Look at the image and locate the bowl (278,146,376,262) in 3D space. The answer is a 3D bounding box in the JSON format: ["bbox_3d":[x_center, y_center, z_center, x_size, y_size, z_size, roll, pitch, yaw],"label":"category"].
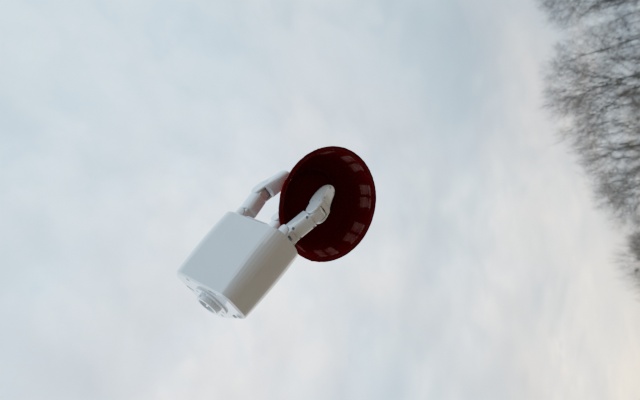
[{"bbox_3d":[0.001,0.002,0.672,0.162,0.162,0.055,0,10,-34],"label":"bowl"}]
